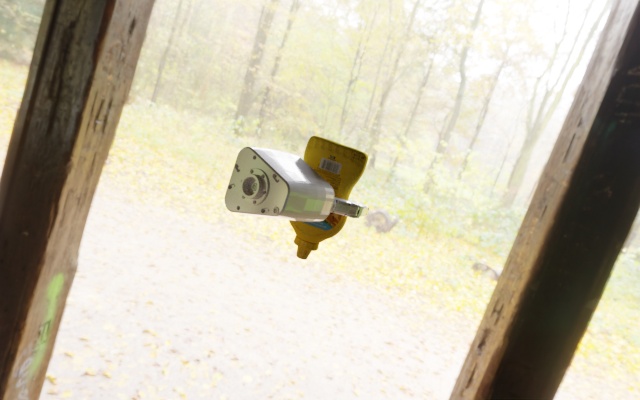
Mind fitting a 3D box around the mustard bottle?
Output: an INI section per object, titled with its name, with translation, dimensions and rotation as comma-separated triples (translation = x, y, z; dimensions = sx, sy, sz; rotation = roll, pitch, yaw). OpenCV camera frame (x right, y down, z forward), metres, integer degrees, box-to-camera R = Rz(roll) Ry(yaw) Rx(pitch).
[mustard bottle]
translation = 0.000, 0.002, 0.748
dimensions = 0.096, 0.191, 0.058
rotation = 20, 9, 8
